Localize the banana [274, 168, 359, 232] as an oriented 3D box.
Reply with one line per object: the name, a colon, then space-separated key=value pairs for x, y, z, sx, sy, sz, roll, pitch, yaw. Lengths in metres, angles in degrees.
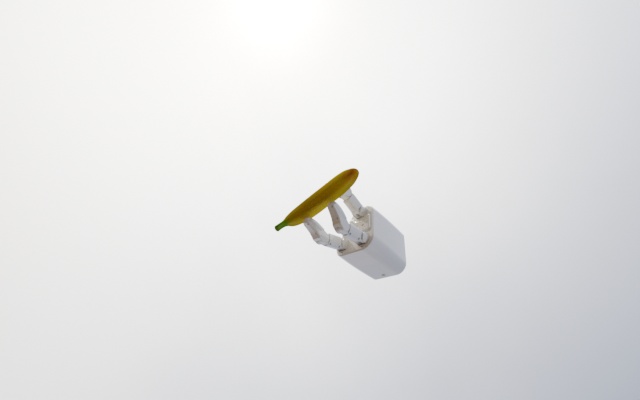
banana: x=0.002 y=-0.002 z=0.877 sx=0.198 sy=0.037 sz=0.069 roll=-38 pitch=6 yaw=24
